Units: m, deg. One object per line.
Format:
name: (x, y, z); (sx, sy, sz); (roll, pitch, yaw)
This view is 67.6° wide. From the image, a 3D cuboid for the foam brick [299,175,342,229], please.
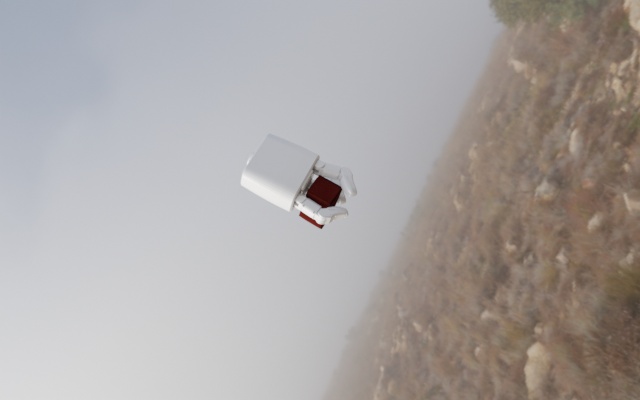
foam brick: (0.000, 0.003, 0.887); (0.051, 0.078, 0.053); (28, 48, 7)
